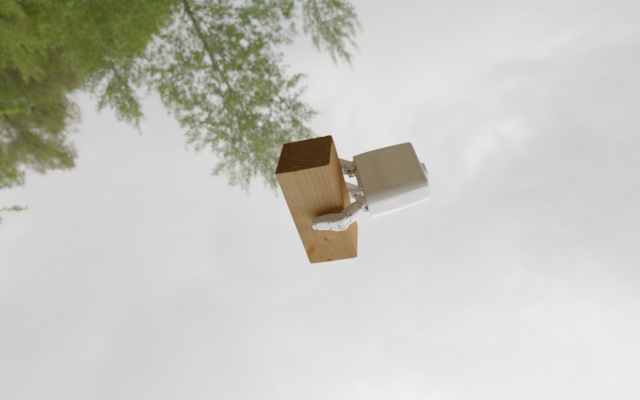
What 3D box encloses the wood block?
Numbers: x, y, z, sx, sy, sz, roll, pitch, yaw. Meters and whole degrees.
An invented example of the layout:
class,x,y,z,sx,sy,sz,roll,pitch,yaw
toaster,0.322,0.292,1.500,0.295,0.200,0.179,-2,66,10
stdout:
class,x,y,z,sx,sy,sz,roll,pitch,yaw
wood block,0.001,0.003,0.828,0.090,0.206,0.090,-9,37,13
